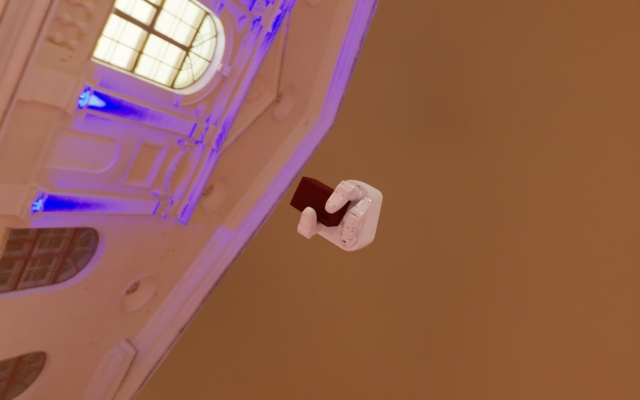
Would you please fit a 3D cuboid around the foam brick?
[{"bbox_3d":[0.000,0.002,0.776,0.078,0.053,0.051,31,10,18],"label":"foam brick"}]
